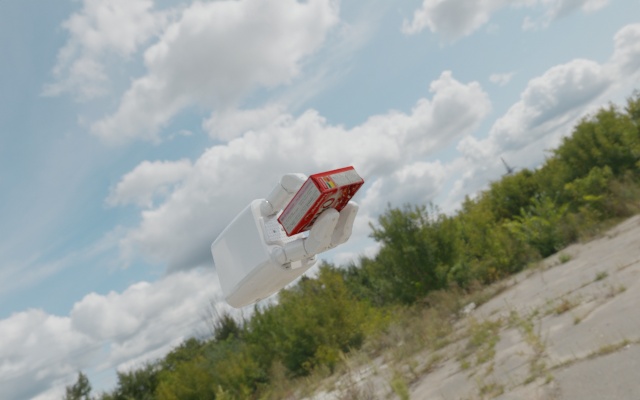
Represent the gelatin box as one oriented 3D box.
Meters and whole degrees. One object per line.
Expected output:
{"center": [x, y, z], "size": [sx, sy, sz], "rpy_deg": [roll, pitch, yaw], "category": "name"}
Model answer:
{"center": [0.000, 0.001, 0.565], "size": [0.073, 0.030, 0.089], "rpy_deg": [-15, -28, -44], "category": "gelatin box"}
